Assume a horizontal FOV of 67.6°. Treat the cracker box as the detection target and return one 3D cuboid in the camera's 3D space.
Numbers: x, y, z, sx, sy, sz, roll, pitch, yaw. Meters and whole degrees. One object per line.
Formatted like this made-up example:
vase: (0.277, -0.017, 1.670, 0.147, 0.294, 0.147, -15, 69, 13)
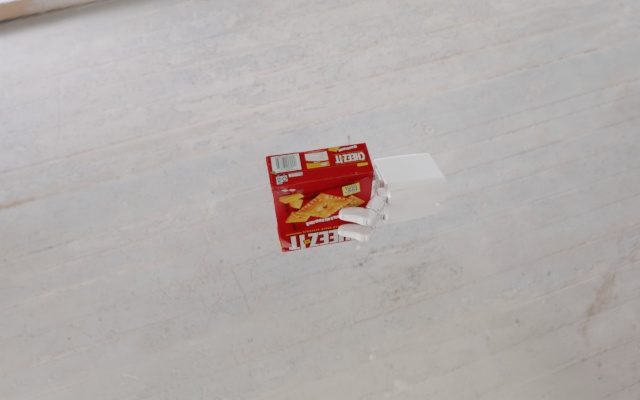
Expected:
cracker box: (0.000, 0.002, 0.826, 0.164, 0.072, 0.214, -9, -34, -5)
